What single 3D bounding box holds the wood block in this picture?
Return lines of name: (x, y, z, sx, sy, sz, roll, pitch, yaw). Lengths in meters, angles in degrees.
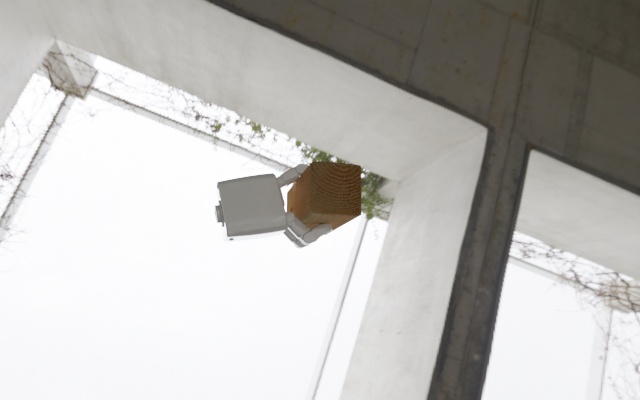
wood block: (0.000, 0.003, 0.884, 0.090, 0.090, 0.206, 3, -13, -15)
